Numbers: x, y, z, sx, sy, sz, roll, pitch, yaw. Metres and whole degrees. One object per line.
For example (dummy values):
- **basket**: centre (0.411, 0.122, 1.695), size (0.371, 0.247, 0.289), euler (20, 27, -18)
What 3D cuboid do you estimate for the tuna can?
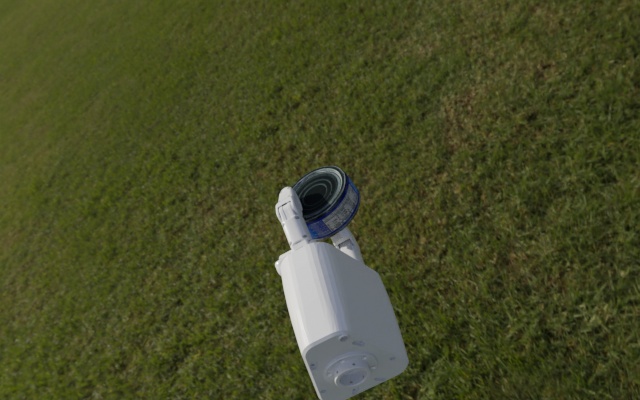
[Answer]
- **tuna can**: centre (0.000, 0.001, 0.540), size (0.086, 0.086, 0.034), euler (0, -39, 41)
